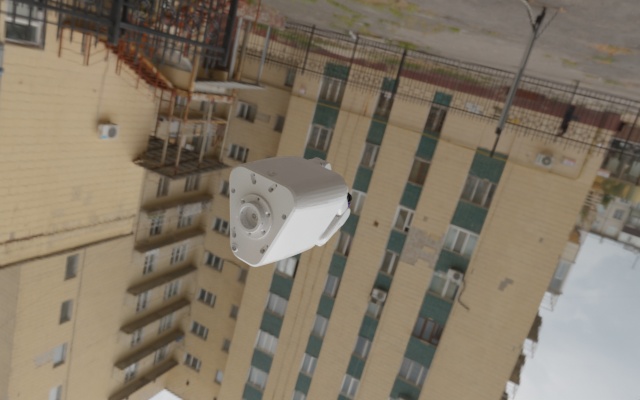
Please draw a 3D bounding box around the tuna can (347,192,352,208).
[{"bbox_3d":[0.000,0.003,0.683,0.086,0.034,0.086,11,19,-4],"label":"tuna can"}]
